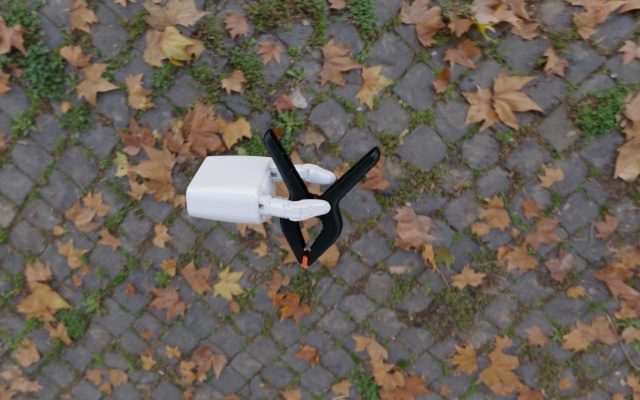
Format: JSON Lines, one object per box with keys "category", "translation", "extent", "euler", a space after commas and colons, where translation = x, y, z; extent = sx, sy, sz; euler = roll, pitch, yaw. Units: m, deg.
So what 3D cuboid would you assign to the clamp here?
{"category": "clamp", "translation": [0.000, 0.003, 0.697], "extent": [0.164, 0.210, 0.036], "euler": [4, 22, 8]}
